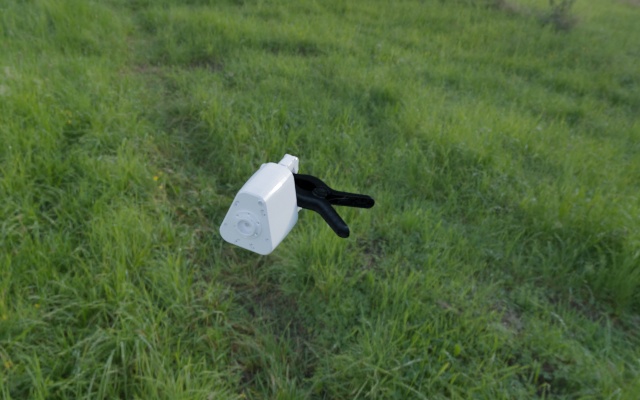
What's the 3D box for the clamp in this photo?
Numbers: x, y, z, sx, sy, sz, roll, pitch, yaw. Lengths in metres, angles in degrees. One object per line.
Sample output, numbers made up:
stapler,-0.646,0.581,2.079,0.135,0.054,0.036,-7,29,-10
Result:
clamp,0.000,0.002,0.820,0.171,0.039,0.120,19,31,10
